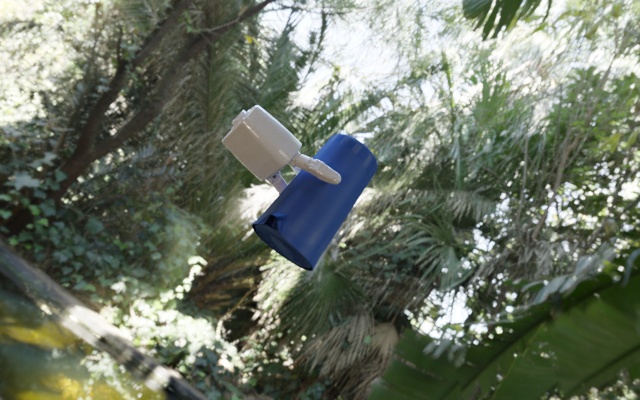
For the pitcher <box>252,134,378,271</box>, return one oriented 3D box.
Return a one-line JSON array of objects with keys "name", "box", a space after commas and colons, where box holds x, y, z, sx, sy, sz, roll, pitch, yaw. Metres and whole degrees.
[{"name": "pitcher", "box": [0.000, 0.003, 0.880, 0.145, 0.242, 0.149, 42, -19, -12]}]
